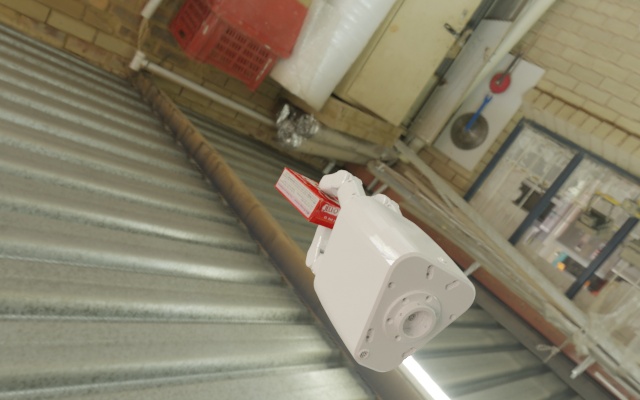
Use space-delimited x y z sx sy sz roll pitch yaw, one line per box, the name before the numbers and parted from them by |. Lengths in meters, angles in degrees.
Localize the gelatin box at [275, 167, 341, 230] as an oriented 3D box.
gelatin box | 0.000 0.002 0.539 0.073 0.030 0.089 23 11 -39
